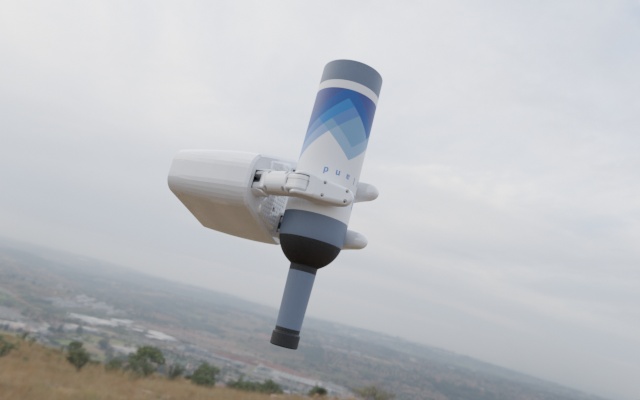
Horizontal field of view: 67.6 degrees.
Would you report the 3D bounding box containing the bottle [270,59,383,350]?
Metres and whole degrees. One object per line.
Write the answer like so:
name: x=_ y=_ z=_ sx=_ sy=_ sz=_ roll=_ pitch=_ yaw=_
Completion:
bottle: x=0.000 y=0.001 z=0.492 sx=0.069 sy=0.295 sz=0.069 roll=14 pitch=-13 yaw=3
